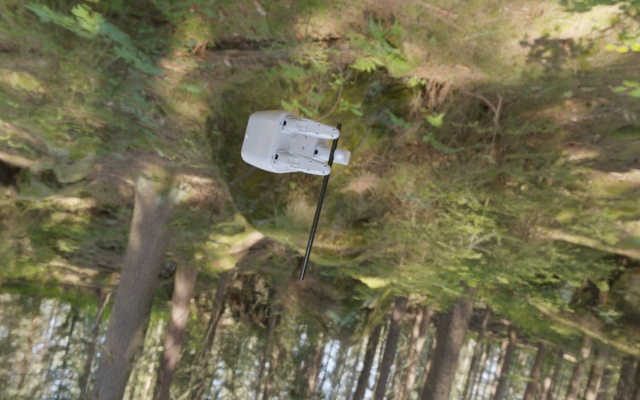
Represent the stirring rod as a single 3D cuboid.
[{"bbox_3d":[0.000,0.002,0.716,0.011,0.239,0.011,14,3,-1],"label":"stirring rod"}]
